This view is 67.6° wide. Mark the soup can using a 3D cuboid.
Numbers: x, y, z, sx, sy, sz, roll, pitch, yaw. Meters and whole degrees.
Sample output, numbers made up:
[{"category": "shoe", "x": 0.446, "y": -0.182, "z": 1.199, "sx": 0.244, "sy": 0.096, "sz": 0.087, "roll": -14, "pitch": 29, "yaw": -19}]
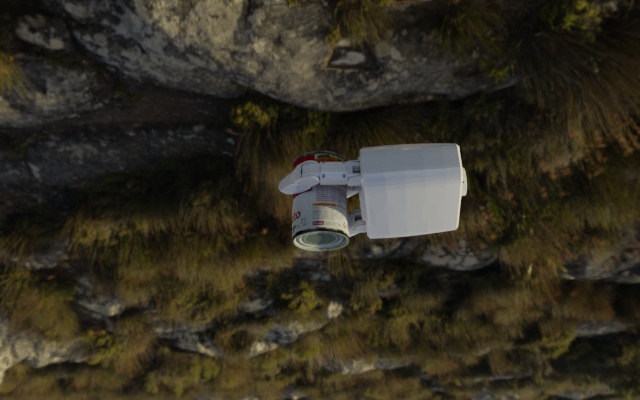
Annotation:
[{"category": "soup can", "x": 0.000, "y": 0.002, "z": 0.568, "sx": 0.068, "sy": 0.102, "sz": 0.068, "roll": -1, "pitch": -26, "yaw": 0}]
